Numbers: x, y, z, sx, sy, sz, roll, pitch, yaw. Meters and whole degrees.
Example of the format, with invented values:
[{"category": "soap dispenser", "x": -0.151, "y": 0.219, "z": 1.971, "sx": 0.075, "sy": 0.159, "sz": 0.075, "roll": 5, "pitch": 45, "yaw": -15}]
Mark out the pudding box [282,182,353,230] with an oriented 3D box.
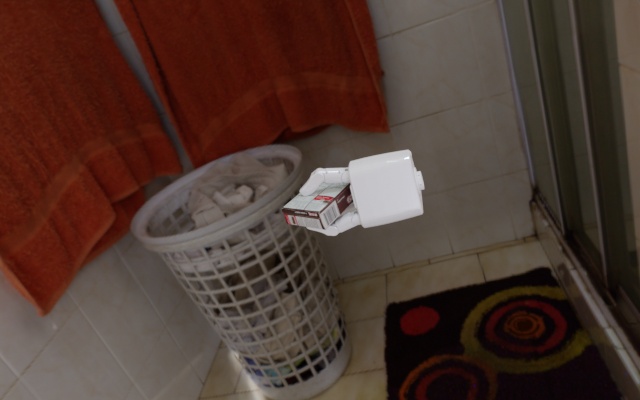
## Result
[{"category": "pudding box", "x": 0.000, "y": 0.003, "z": 0.852, "sx": 0.090, "sy": 0.039, "sz": 0.113, "roll": 5, "pitch": 34, "yaw": 39}]
